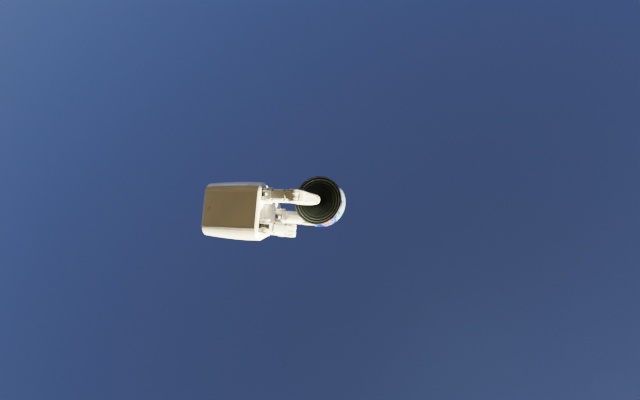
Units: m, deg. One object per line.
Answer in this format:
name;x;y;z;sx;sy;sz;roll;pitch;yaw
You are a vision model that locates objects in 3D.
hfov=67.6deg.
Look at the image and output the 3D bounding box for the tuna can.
tuna can;0.000;0.003;0.840;0.086;0.086;0.034;0;-12;19
